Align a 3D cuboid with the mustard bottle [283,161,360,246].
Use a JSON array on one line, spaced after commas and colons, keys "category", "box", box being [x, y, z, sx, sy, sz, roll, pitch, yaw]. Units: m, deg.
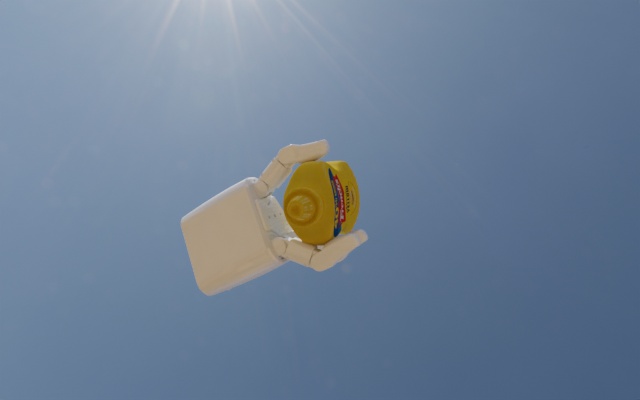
[{"category": "mustard bottle", "box": [0.000, 0.002, 0.558, 0.058, 0.096, 0.191, -2, 4, 16]}]
